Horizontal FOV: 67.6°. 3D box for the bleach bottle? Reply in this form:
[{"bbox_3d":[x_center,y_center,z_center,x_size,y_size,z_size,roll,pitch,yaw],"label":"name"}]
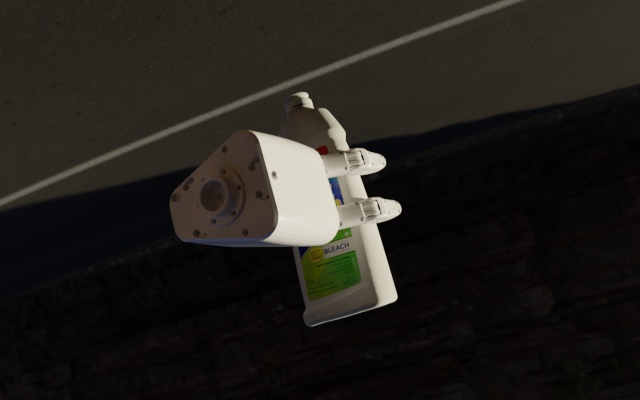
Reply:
[{"bbox_3d":[0.000,0.002,0.528,0.102,0.250,0.068,-23,-14,24],"label":"bleach bottle"}]
